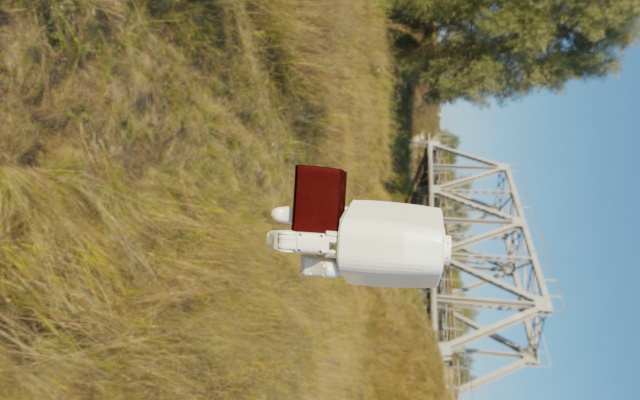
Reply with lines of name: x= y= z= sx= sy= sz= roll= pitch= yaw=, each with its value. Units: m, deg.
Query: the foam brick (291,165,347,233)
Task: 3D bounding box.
foam brick: x=0.000 y=0.001 z=0.539 sx=0.051 sy=0.078 sz=0.053 roll=3 pitch=-1 yaw=12
